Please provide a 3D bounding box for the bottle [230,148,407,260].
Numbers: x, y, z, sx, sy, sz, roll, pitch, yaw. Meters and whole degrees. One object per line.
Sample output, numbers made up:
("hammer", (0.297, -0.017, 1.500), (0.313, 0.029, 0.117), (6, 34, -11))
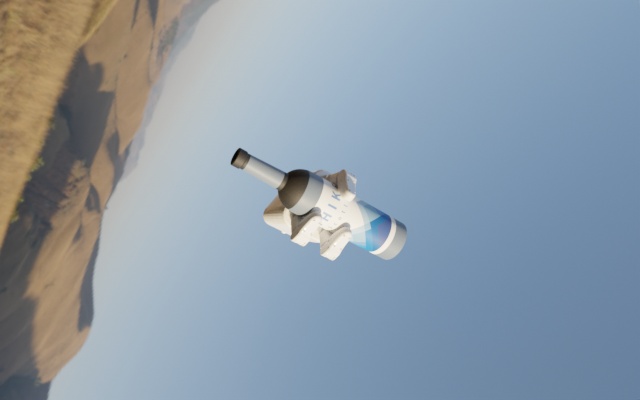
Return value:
("bottle", (0.000, 0.002, 0.721), (0.296, 0.069, 0.069), (28, -12, -24))
